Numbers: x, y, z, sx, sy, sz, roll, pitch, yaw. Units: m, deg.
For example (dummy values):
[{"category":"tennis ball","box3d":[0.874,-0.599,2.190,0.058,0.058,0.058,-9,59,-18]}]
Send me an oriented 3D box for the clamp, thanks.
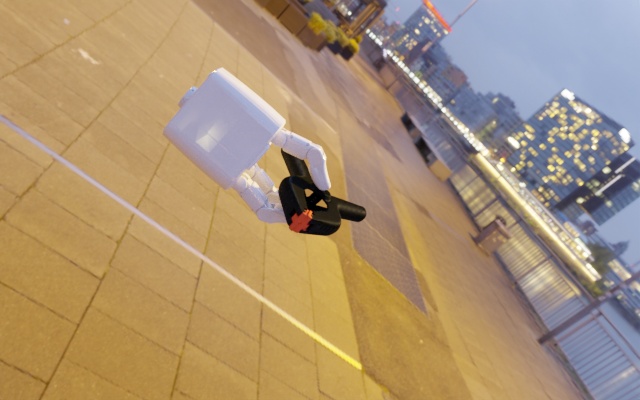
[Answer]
[{"category":"clamp","box3d":[0.000,0.002,0.642,0.164,0.036,0.210,39,19,-11]}]
